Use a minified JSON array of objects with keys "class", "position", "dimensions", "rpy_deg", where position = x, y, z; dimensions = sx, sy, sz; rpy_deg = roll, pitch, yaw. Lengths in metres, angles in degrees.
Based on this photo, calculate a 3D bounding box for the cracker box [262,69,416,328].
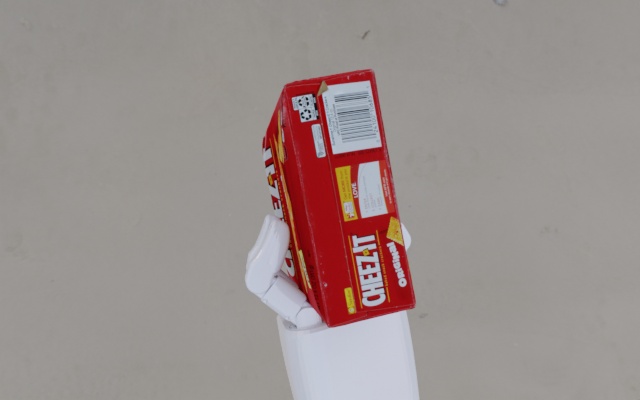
[{"class":"cracker box","position":[0.000,0.001,0.412],"dimensions":[0.072,0.164,0.214],"rpy_deg":[-11,0,-11]}]
